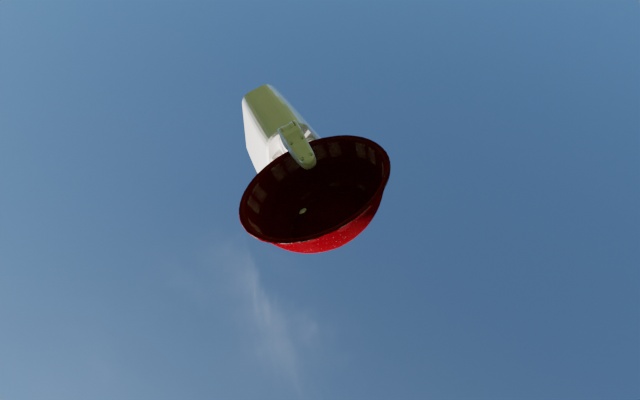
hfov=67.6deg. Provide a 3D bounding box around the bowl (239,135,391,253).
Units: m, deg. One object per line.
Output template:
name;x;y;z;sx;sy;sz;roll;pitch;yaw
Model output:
bowl;0.000;0.003;0.493;0.162;0.055;0.162;-16;37;12
